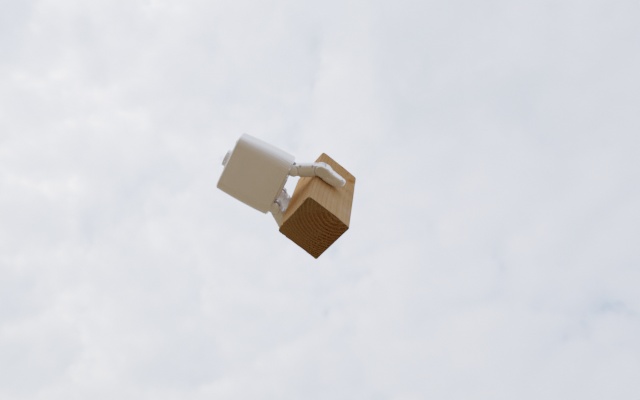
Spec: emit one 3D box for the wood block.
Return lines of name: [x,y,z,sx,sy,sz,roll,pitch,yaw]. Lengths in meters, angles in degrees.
wood block: [0.000,0.002,0.892,0.090,0.091,0.206,38,25,-12]
